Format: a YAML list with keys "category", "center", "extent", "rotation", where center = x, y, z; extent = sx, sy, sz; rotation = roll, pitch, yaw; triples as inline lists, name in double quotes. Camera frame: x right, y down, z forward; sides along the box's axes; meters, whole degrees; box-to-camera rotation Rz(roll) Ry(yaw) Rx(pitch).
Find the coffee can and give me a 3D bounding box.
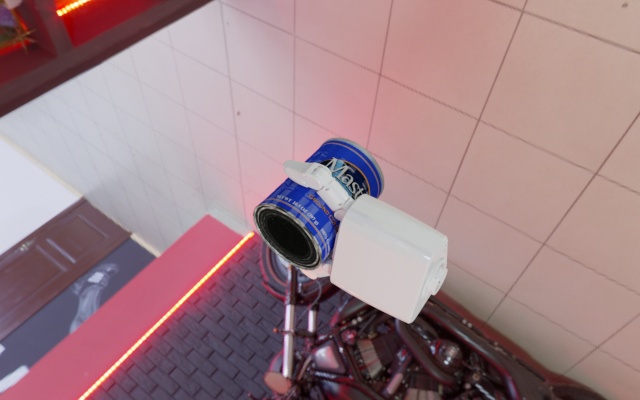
- category: "coffee can"
  center: [0.000, 0.002, 0.595]
  extent: [0.103, 0.103, 0.140]
  rotation: [0, 38, 48]
